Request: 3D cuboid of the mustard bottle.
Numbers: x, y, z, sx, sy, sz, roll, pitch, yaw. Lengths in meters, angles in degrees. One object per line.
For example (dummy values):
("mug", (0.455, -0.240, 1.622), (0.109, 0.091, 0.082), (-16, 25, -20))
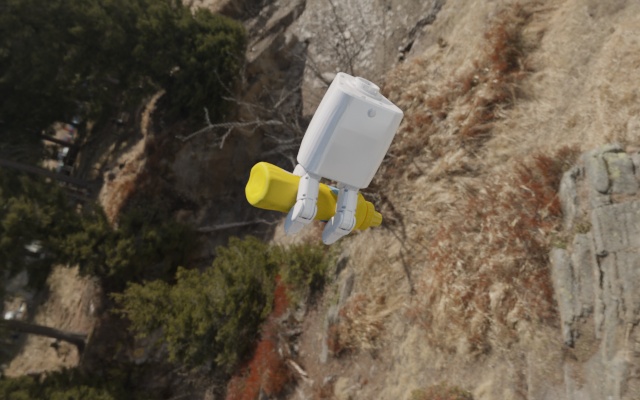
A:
("mustard bottle", (0.000, 0.002, 0.649), (0.191, 0.058, 0.096), (17, 1, -23))
